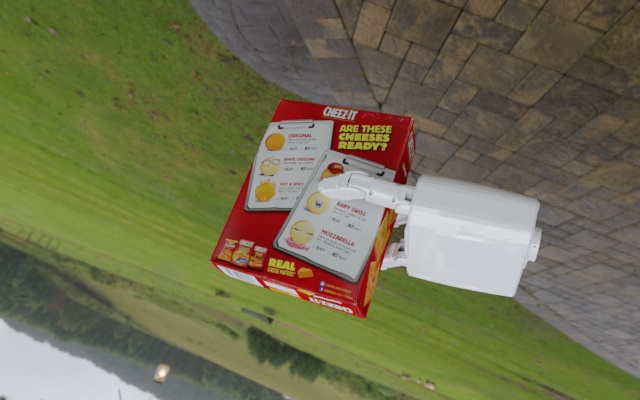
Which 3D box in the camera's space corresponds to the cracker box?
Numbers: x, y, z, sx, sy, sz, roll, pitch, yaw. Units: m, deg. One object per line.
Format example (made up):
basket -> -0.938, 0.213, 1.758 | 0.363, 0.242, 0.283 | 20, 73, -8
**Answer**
cracker box -> 0.000, 0.002, 0.529 | 0.164, 0.213, 0.072 | 12, -23, 19
